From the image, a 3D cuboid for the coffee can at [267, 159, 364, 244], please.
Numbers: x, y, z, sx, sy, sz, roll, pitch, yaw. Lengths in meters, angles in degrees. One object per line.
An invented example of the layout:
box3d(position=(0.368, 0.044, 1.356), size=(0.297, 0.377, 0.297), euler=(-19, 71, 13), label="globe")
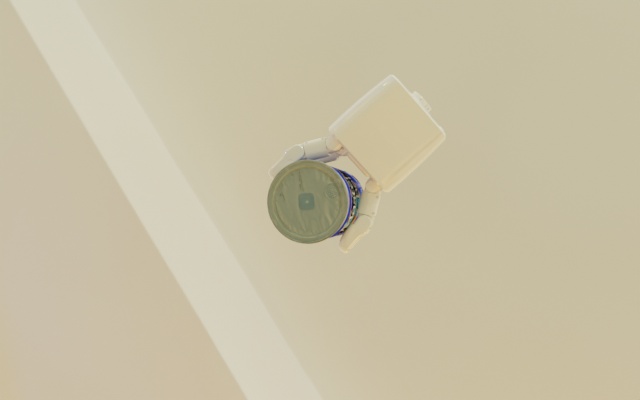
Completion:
box3d(position=(0.000, 0.002, 0.645), size=(0.103, 0.103, 0.140), euler=(0, 0, 14), label="coffee can")
